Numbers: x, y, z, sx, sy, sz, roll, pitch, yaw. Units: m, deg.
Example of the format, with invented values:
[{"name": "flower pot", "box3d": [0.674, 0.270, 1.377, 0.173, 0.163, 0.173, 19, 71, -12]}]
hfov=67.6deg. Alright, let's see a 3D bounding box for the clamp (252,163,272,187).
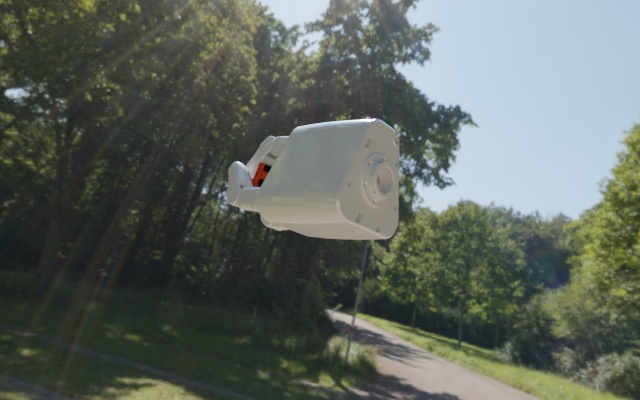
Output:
[{"name": "clamp", "box3d": [0.000, 0.001, 0.571, 0.120, 0.039, 0.171, 2, -16, 44]}]
